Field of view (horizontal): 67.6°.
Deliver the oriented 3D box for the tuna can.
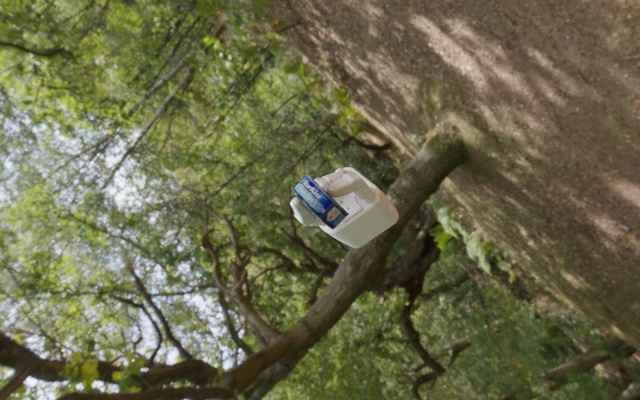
[{"bbox_3d":[0.000,0.003,0.699,0.086,0.034,0.086,44,2,-2],"label":"tuna can"}]
